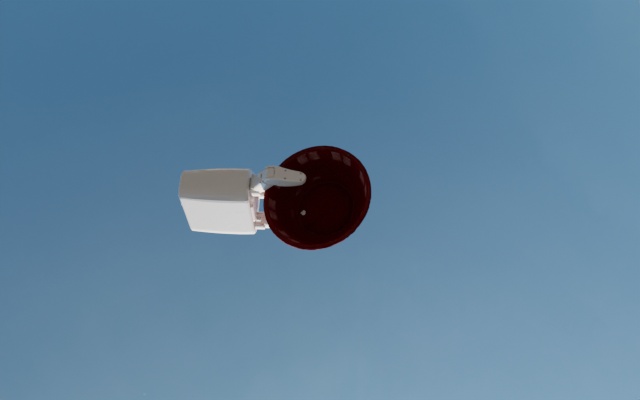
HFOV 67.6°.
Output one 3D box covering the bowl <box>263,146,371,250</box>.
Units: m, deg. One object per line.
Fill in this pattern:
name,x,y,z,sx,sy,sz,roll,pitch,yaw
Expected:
bowl,0.001,0.003,0.704,0.162,0.162,0.055,0,-22,18
